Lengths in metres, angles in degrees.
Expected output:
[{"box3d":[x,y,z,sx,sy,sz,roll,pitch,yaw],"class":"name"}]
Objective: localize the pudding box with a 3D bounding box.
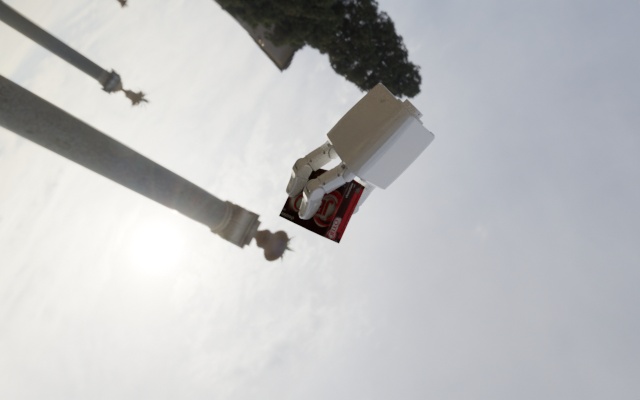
[{"box3d":[0.000,0.002,0.689,0.039,0.090,0.113,29,-6,-39],"class":"pudding box"}]
